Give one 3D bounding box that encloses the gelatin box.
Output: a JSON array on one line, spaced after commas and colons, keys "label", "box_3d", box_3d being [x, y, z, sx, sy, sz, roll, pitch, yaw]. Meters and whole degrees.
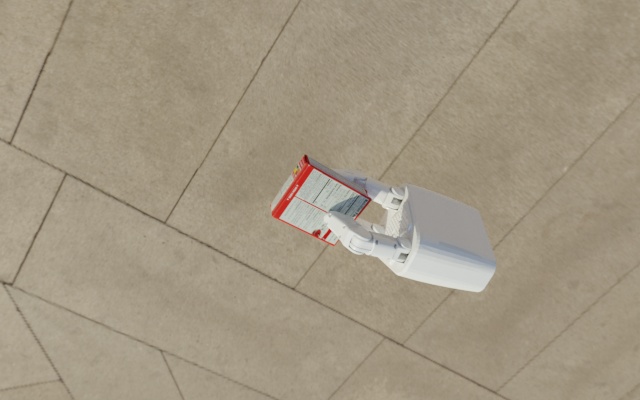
[{"label": "gelatin box", "box_3d": [0.000, 0.002, 0.531, 0.089, 0.073, 0.030, 27, 20, -25]}]
